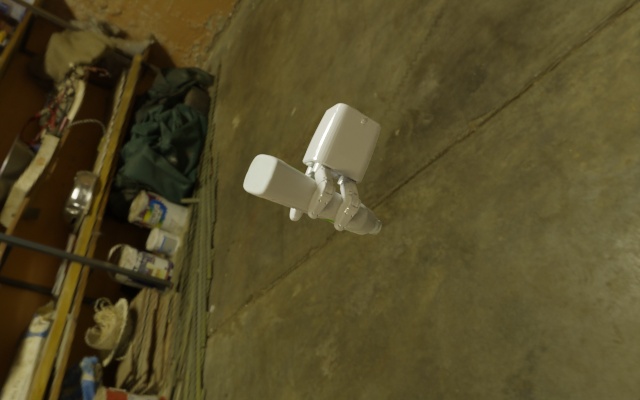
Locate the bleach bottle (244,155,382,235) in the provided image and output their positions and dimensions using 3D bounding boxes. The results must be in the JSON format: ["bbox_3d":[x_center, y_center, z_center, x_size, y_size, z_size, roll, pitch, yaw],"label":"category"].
[{"bbox_3d":[0.000,0.003,0.820,0.251,0.068,0.102,25,-4,-30],"label":"bleach bottle"}]
